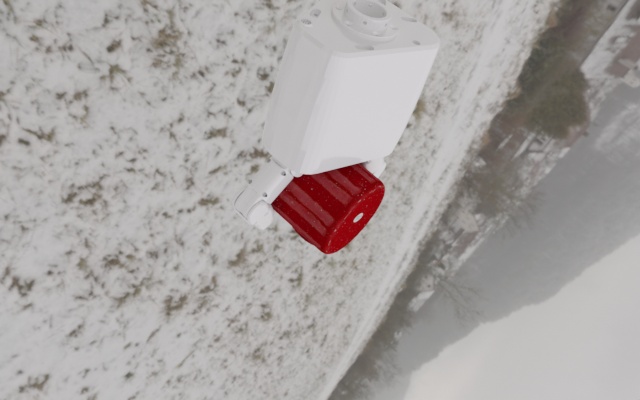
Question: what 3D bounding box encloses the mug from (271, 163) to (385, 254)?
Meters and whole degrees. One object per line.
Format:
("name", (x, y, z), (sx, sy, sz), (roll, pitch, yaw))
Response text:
("mug", (0.000, 0.003, 0.437), (0.081, 0.117, 0.093), (40, 49, 18))
